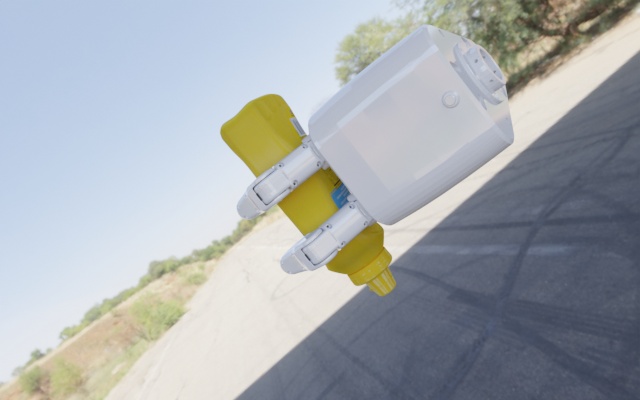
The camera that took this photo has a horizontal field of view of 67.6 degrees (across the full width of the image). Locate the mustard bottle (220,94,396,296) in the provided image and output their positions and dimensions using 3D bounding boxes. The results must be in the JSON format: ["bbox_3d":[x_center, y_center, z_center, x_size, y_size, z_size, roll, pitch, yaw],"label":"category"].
[{"bbox_3d":[0.000,0.001,0.404,0.058,0.191,0.096,-38,3,11],"label":"mustard bottle"}]
